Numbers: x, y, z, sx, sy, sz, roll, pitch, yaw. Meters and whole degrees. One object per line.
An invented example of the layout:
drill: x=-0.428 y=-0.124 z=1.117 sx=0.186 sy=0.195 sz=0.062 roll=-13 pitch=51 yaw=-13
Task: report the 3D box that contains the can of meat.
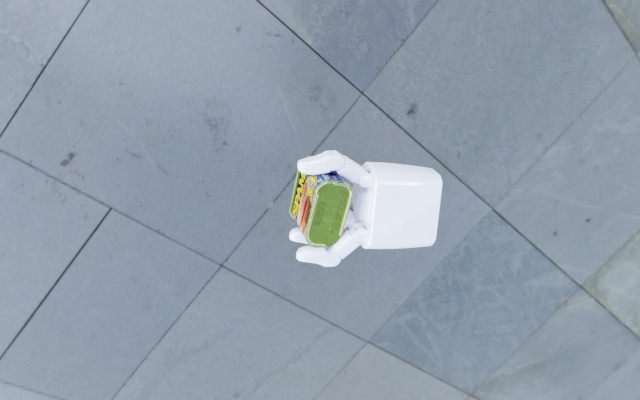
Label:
can of meat: x=0.000 y=0.002 z=0.653 sx=0.057 sy=0.102 sz=0.084 roll=5 pitch=25 yaw=-20
